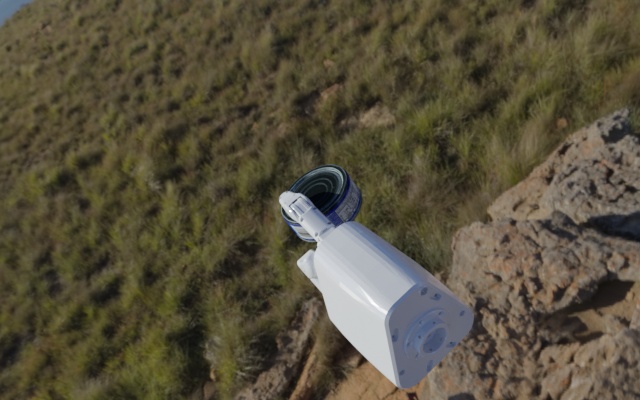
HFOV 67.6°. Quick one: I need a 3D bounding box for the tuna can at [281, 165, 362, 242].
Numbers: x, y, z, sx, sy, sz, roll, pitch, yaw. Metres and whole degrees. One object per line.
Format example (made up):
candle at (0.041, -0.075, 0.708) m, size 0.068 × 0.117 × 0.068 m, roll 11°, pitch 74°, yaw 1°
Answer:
tuna can at (0.000, 0.001, 0.521) m, size 0.086 × 0.086 × 0.034 m, roll 0°, pitch -40°, yaw 41°
